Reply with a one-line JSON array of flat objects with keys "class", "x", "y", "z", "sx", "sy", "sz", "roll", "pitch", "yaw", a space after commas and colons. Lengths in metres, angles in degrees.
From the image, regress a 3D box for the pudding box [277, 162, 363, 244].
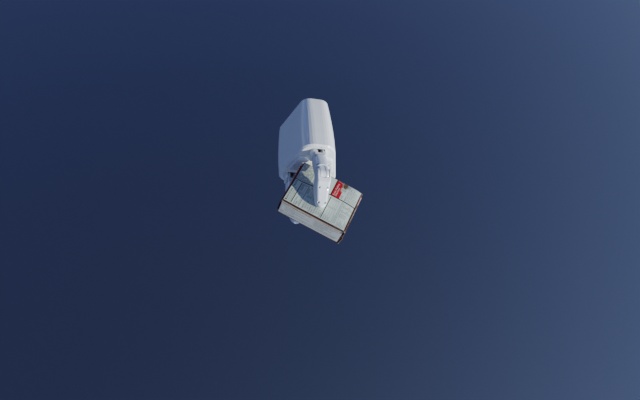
[{"class": "pudding box", "x": 0.000, "y": 0.002, "z": 0.759, "sx": 0.113, "sy": 0.090, "sz": 0.039, "roll": 27, "pitch": -37, "yaw": 2}]
